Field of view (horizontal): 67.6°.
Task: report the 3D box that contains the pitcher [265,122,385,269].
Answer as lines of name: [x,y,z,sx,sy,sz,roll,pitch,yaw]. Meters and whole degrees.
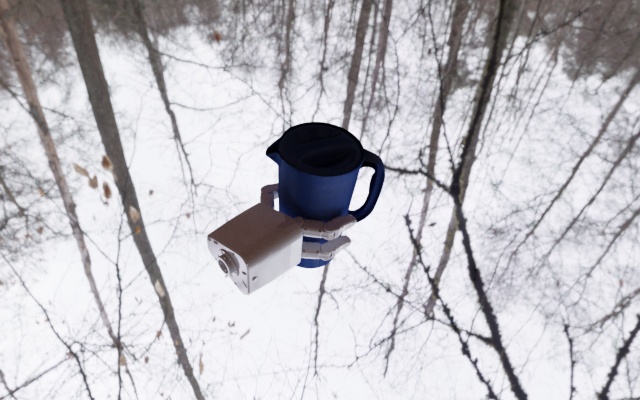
pitcher: [0.000,0.003,0.798,0.149,0.243,0.145,37,51,27]
